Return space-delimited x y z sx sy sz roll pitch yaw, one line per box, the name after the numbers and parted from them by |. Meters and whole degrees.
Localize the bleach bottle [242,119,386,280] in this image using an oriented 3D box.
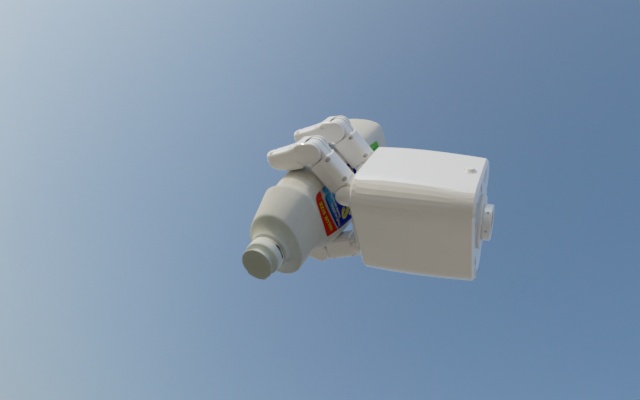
0.000 0.001 0.486 0.068 0.103 0.250 8 31 23 | bleach bottle
